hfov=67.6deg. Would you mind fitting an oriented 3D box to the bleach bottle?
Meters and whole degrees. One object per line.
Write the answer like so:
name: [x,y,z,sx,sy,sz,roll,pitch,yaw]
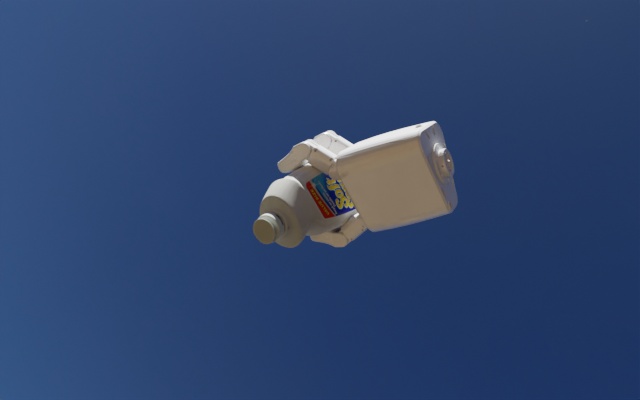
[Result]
bleach bottle: [0.000,0.002,0.611,0.068,0.102,0.250,-14,11,32]
